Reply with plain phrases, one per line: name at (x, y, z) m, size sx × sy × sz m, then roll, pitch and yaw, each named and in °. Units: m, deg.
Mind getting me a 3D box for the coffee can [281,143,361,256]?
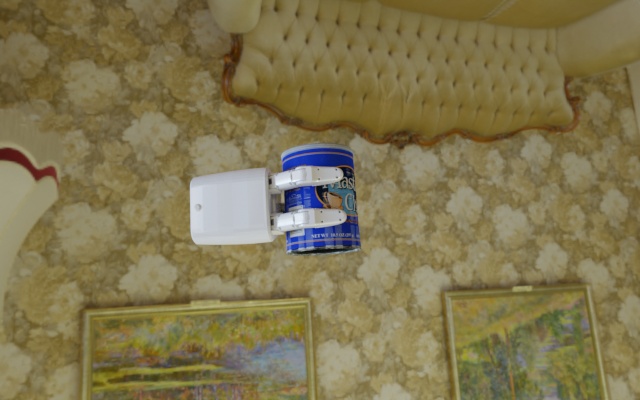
coffee can at (0.000, 0.002, 0.665) m, size 0.103 × 0.140 × 0.103 m, roll -4°, pitch -11°, yaw -1°
